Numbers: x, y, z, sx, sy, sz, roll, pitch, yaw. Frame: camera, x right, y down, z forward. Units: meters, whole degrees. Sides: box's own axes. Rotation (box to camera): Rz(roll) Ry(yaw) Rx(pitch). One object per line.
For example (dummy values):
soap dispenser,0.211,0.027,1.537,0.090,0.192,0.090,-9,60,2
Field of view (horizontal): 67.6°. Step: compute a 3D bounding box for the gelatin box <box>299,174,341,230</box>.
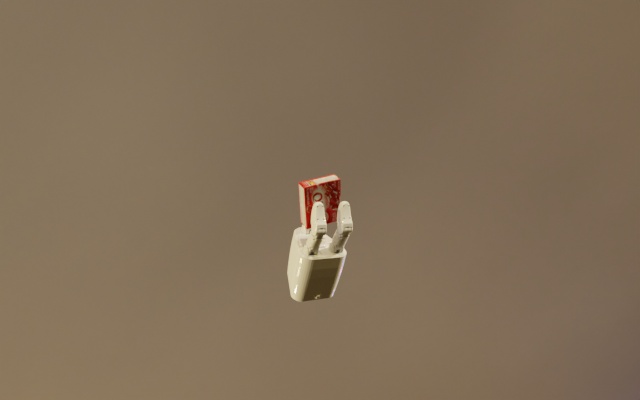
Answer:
gelatin box,0.000,0.002,0.877,0.073,0.089,0.030,-14,30,-21
